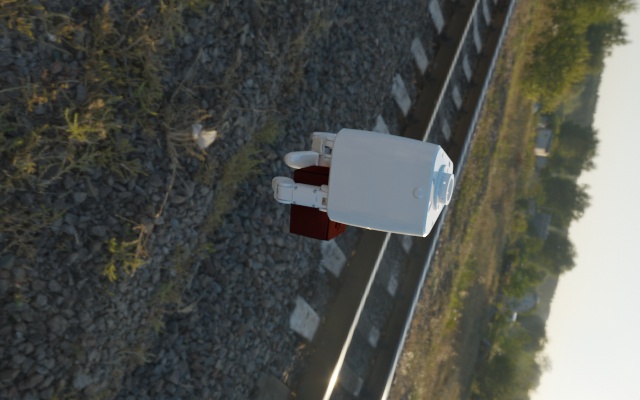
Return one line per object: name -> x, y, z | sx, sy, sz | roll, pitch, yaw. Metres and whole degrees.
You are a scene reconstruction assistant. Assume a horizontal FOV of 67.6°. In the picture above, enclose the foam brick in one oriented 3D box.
foam brick -> 0.000, 0.002, 0.558 | 0.051, 0.078, 0.053 | 11, 15, 23
